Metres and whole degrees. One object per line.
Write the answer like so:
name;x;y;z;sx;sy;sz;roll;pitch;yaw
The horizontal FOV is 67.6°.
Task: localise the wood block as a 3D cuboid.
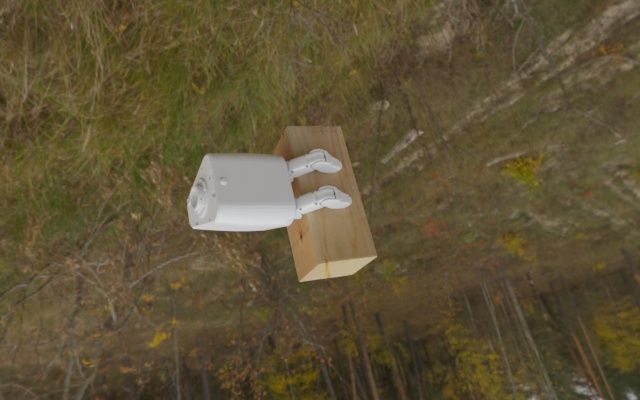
wood block;0.000;0.003;0.696;0.090;0.206;0.091;-4;-23;-24
